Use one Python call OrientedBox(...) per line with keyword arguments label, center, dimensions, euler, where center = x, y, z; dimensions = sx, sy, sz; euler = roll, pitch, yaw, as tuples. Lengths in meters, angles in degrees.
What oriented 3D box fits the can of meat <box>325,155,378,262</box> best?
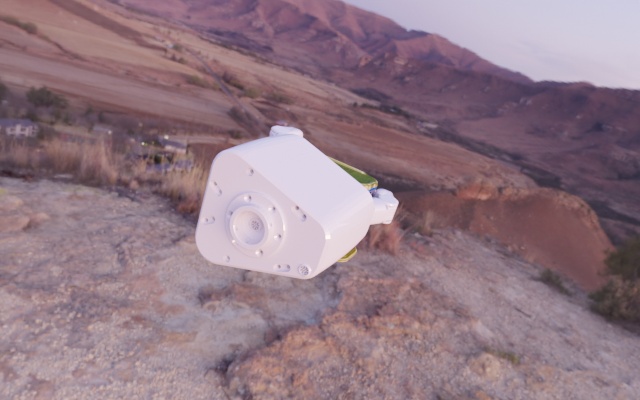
OrientedBox(label="can of meat", center=(0.000, 0.001, 0.493), dimensions=(0.102, 0.084, 0.057), euler=(25, 20, 19))
